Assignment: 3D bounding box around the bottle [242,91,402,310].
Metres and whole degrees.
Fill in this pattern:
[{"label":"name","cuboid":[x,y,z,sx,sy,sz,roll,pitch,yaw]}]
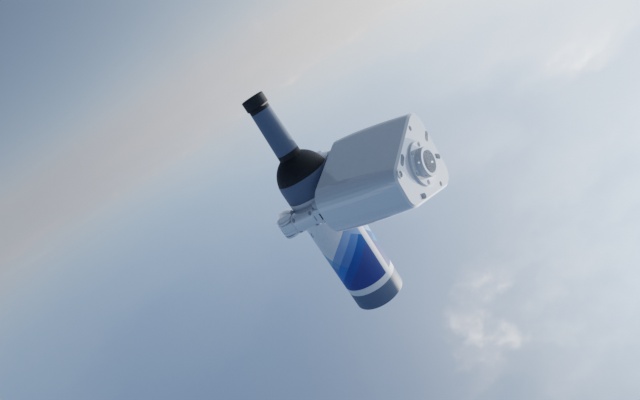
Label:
[{"label":"bottle","cuboid":[0.000,0.002,0.578,0.069,0.296,0.069,-30,18,11]}]
